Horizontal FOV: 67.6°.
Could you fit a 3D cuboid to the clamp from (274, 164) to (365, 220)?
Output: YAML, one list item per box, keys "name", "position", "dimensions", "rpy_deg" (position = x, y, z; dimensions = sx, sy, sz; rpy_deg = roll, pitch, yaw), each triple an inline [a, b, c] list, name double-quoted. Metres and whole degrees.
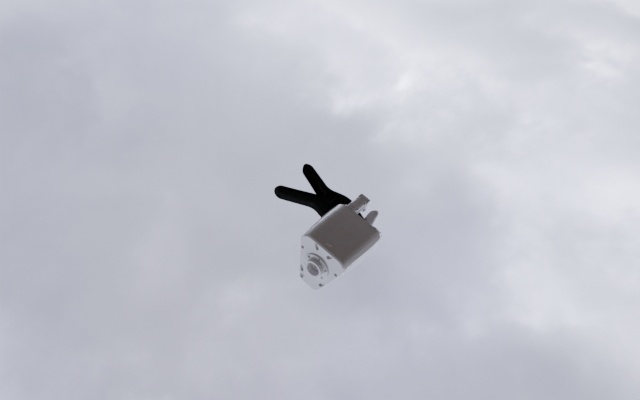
- name: "clamp"
  position: [0.000, 0.003, 0.879]
  dimensions: [0.171, 0.039, 0.120]
  rpy_deg: [38, 45, 17]
